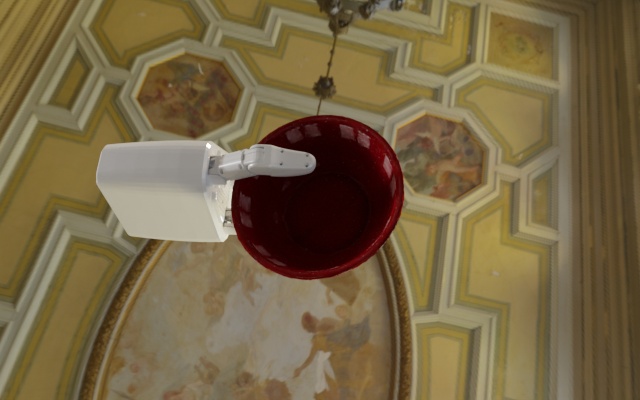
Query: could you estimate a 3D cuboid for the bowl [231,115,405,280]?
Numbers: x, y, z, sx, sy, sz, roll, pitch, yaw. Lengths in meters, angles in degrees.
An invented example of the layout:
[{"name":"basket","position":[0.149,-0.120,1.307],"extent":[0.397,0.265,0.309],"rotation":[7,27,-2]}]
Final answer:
[{"name":"bowl","position":[0.001,0.002,0.453],"extent":[0.162,0.162,0.055],"rotation":[0,-22,14]}]
